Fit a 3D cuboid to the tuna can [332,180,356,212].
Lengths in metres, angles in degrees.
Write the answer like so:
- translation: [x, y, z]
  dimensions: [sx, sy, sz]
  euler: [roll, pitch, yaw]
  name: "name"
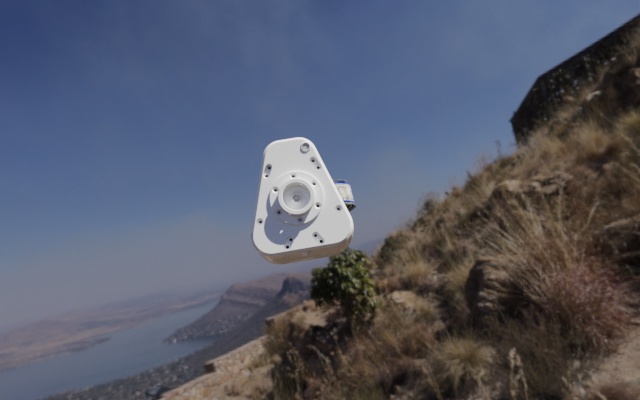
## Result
- translation: [0.000, 0.001, 0.613]
  dimensions: [0.086, 0.033, 0.086]
  euler: [-12, -12, -3]
  name: "tuna can"
